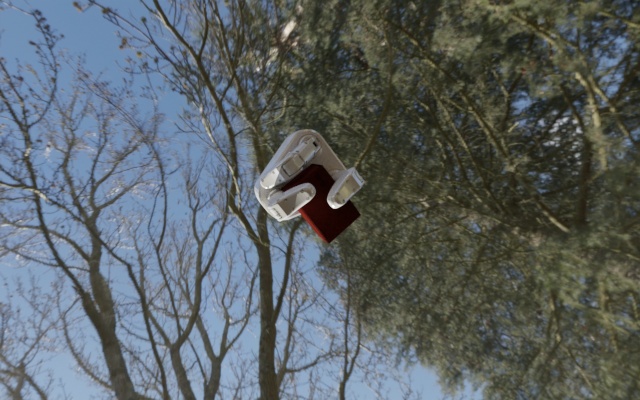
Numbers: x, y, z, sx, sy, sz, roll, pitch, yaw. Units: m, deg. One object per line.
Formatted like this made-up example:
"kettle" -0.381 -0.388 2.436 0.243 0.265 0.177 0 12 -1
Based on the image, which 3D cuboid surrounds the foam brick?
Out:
"foam brick" 0.000 0.002 0.565 0.053 0.078 0.051 -39 12 -7
